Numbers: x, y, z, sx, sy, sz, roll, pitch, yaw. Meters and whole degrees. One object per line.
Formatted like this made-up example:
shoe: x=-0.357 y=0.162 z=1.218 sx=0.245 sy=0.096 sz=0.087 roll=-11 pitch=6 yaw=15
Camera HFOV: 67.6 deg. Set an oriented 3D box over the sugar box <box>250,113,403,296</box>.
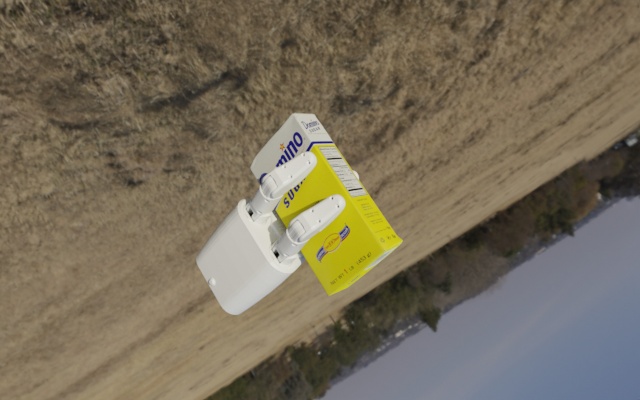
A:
sugar box: x=0.000 y=0.002 z=0.513 sx=0.093 sy=0.176 sz=0.048 roll=-45 pitch=-18 yaw=32
